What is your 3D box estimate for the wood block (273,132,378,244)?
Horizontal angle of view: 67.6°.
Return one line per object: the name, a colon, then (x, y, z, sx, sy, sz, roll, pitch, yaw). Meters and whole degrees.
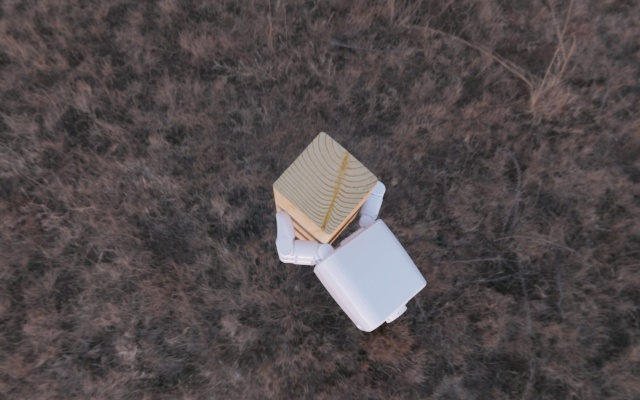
wood block: (0.001, 0.002, 0.640, 0.090, 0.091, 0.206, 41, -12, 6)
